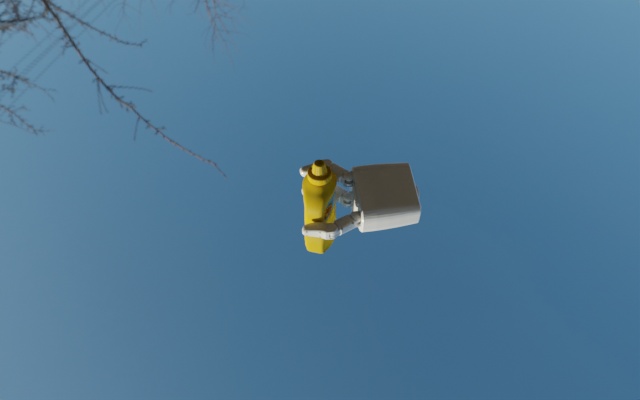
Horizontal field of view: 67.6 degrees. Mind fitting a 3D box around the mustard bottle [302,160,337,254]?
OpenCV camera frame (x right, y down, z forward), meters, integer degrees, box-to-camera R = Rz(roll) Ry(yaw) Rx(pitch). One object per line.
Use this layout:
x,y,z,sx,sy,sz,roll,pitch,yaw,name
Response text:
0.000,0.003,0.843,0.058,0.096,0.192,12,-40,11,mustard bottle
